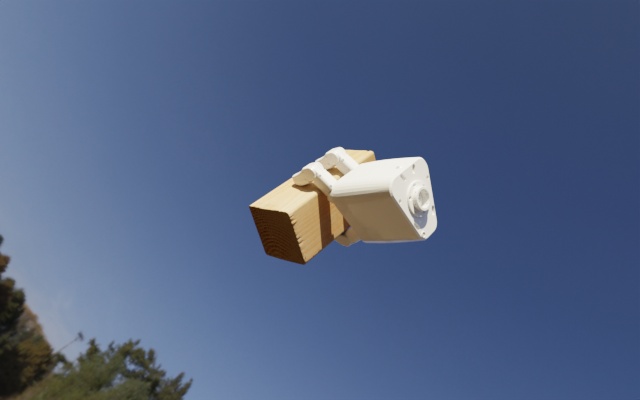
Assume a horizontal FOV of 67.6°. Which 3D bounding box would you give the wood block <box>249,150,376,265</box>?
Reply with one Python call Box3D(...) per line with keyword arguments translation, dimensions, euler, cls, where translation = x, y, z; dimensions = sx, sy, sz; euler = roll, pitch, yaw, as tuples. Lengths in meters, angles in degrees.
Box3D(translation=(0.001, 0.003, 0.758), dimensions=(0.090, 0.091, 0.206), euler=(8, 33, 43), cls="wood block")
